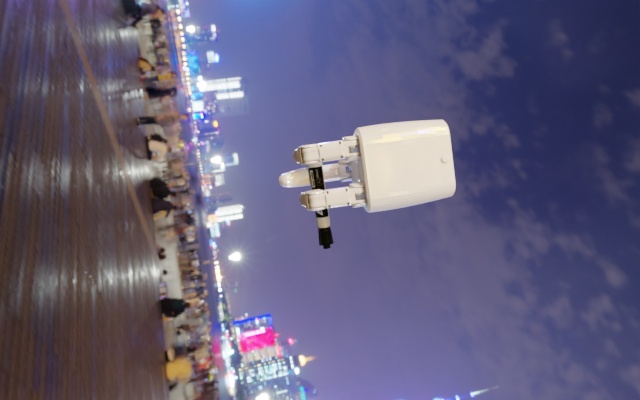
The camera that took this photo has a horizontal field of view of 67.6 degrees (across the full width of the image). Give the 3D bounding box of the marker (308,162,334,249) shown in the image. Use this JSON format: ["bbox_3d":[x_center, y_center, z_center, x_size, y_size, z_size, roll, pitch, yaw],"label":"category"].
[{"bbox_3d":[0.000,0.002,0.605,0.020,0.121,0.020,-8,7,1],"label":"marker"}]
